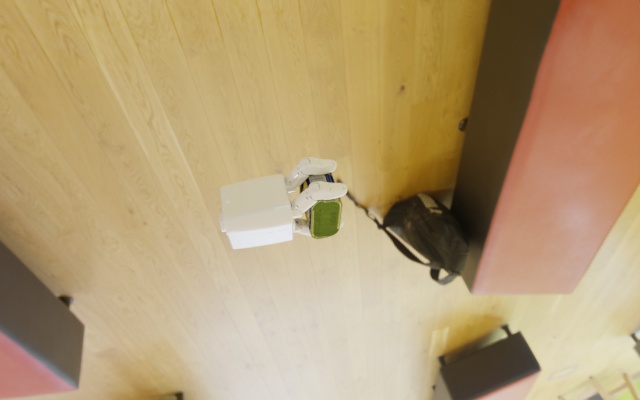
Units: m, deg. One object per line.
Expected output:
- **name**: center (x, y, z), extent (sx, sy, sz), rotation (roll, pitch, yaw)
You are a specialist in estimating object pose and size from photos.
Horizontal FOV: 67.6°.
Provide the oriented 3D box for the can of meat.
- **can of meat**: center (0.000, 0.003, 0.808), extent (0.057, 0.084, 0.102), rotation (-8, -42, -10)
